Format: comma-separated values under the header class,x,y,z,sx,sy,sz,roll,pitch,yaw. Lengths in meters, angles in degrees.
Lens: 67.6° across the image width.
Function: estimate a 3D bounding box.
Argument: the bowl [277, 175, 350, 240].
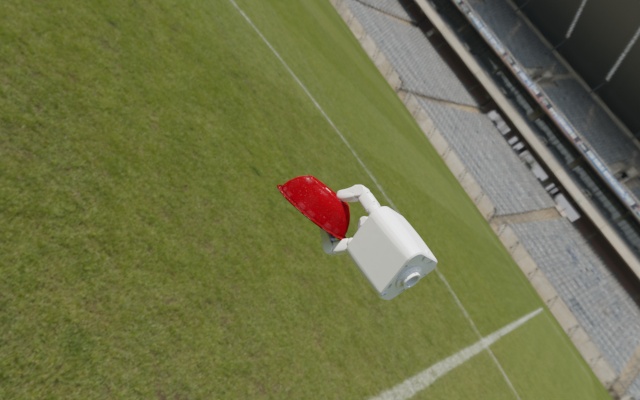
class,x,y,z,sx,sy,sz,roll,pitch,yaw
bowl,-0.001,0.002,0.871,0.162,0.055,0.162,38,5,-4
